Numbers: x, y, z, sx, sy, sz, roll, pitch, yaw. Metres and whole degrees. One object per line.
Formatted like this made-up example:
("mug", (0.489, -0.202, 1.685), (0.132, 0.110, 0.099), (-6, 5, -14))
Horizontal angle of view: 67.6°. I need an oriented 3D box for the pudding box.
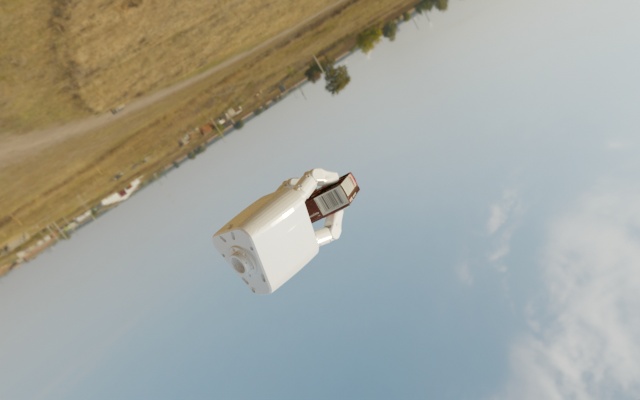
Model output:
("pudding box", (0.000, 0.003, 0.754), (0.113, 0.039, 0.090), (-24, 9, 19))
